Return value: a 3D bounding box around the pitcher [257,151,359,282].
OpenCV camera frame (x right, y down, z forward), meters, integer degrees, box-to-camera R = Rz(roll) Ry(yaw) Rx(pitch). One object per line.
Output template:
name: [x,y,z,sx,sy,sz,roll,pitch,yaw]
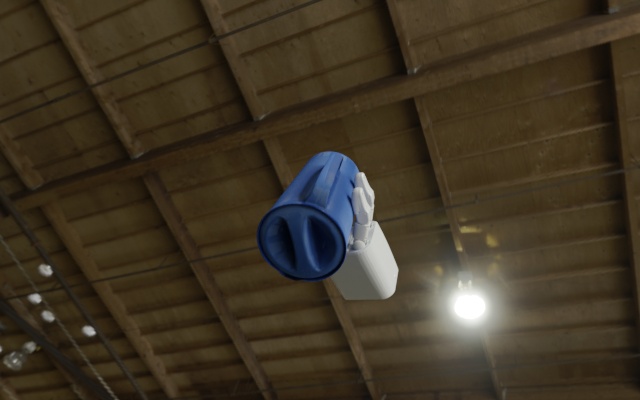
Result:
pitcher: [0.000,0.003,0.777,0.149,0.145,0.242,-21,21,23]
